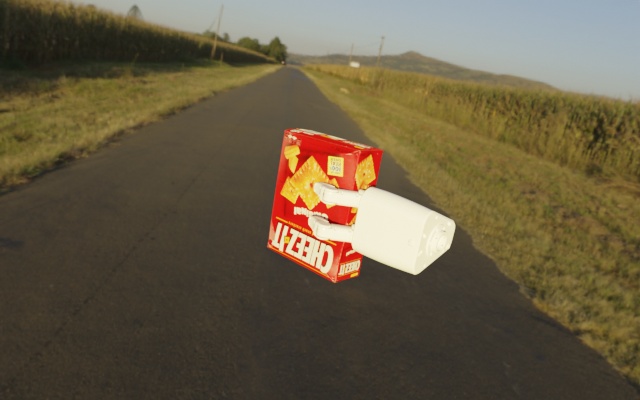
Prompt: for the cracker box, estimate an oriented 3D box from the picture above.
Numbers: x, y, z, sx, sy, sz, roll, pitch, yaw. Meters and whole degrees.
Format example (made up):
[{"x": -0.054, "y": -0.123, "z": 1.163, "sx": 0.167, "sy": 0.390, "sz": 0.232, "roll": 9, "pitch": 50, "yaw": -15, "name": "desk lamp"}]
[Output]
[{"x": 0.000, "y": 0.002, "z": 0.782, "sx": 0.164, "sy": 0.214, "sz": 0.072, "roll": 22, "pitch": 19, "yaw": 38, "name": "cracker box"}]
